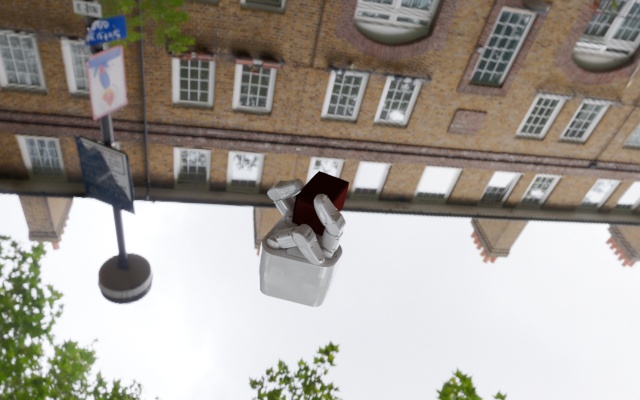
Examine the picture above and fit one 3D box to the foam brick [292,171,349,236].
[{"bbox_3d":[0.000,0.002,0.705,0.053,0.051,0.078,24,42,15],"label":"foam brick"}]
